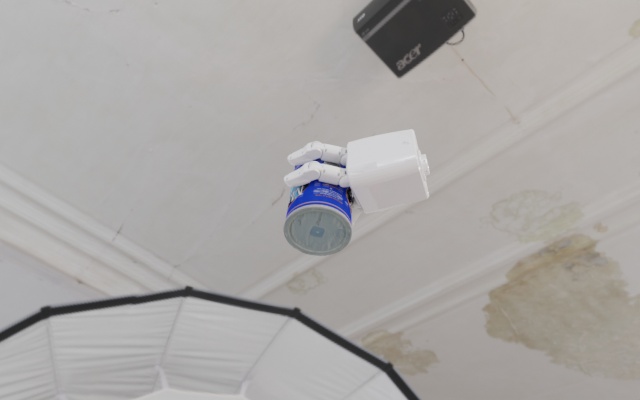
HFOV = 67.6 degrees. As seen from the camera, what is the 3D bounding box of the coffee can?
[{"bbox_3d":[0.000,0.003,0.761,0.103,0.103,0.140,0,41,5],"label":"coffee can"}]
